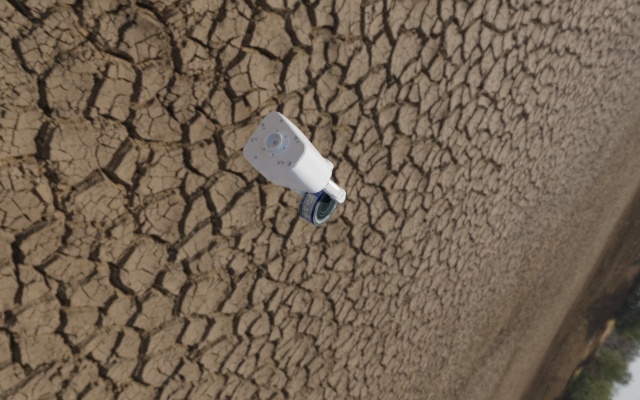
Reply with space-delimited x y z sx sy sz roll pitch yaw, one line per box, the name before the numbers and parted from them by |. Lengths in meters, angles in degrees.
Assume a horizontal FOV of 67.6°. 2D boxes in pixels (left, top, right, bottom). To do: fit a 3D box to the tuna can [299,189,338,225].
tuna can | 0.001 0.003 0.892 0.033 0.086 0.086 30 14 25
